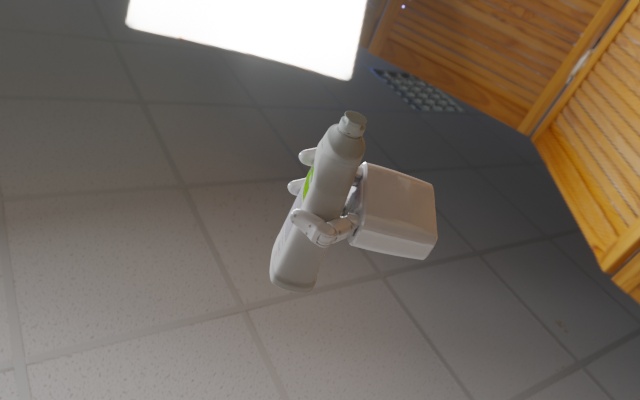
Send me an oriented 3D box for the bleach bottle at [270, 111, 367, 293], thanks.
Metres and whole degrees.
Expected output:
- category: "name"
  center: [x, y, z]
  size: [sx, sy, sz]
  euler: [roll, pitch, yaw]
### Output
- category: "bleach bottle"
  center: [0.000, 0.002, 0.619]
  size: [0.068, 0.251, 0.102]
  euler: [15, 37, -12]
